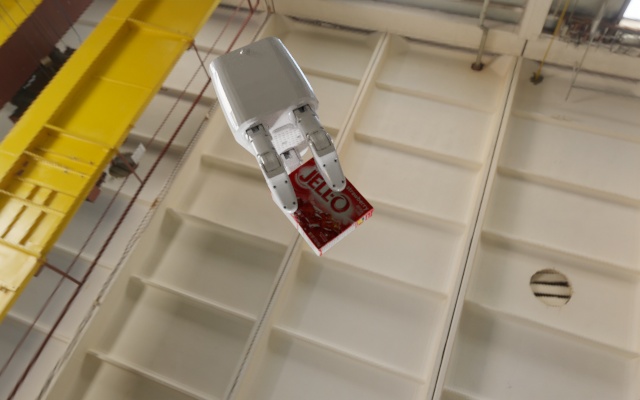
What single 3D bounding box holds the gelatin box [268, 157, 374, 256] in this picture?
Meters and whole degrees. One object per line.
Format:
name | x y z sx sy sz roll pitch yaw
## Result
gelatin box | 0.000 0.002 0.507 0.073 0.089 0.030 -36 -18 -11
